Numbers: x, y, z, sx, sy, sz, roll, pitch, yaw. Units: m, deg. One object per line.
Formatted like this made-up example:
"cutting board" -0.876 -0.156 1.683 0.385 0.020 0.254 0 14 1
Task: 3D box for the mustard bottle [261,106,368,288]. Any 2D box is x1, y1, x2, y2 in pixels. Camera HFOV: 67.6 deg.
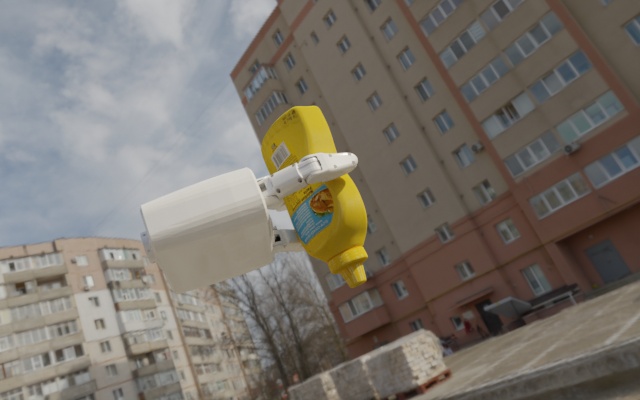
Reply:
"mustard bottle" 0.000 0.001 0.508 0.058 0.191 0.096 -10 -23 -38
